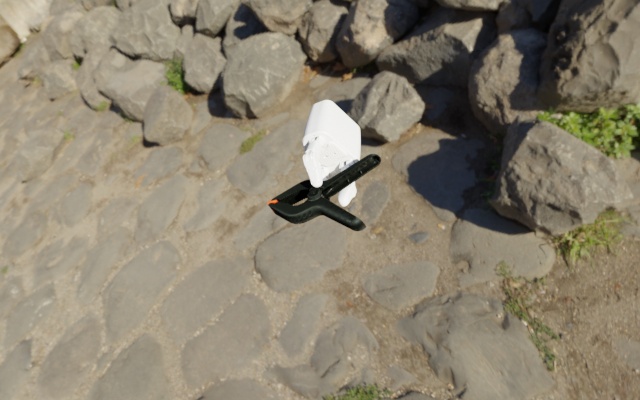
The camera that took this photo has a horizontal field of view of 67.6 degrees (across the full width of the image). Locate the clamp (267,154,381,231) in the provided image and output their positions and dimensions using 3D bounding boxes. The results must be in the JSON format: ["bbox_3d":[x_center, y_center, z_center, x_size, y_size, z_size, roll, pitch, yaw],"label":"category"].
[{"bbox_3d":[-0.001,0.002,0.810,0.210,0.164,0.036,-15,-51,24],"label":"clamp"}]
